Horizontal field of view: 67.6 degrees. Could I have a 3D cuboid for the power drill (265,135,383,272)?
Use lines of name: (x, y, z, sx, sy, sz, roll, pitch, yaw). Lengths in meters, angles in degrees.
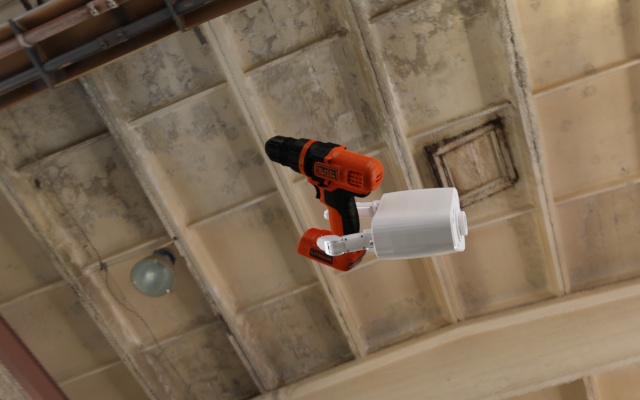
power drill: (0.000, 0.003, 0.698, 0.184, 0.188, 0.057, 19, 39, 29)
